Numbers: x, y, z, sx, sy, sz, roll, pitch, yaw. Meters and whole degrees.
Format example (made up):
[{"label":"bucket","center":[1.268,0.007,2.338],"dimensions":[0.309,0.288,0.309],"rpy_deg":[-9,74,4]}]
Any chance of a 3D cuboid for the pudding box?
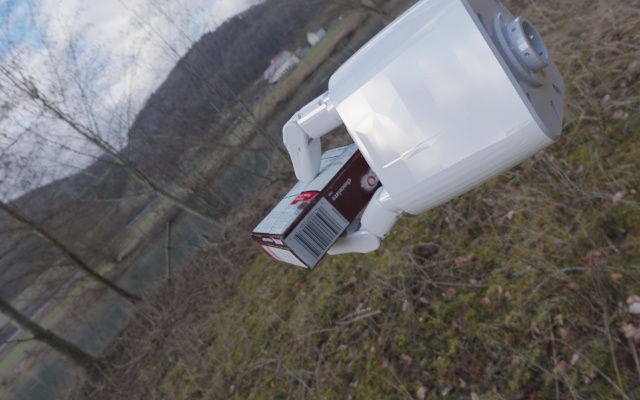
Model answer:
[{"label":"pudding box","center":[0.000,0.001,0.403],"dimensions":[0.113,0.039,0.090],"rpy_deg":[-47,14,-17]}]
